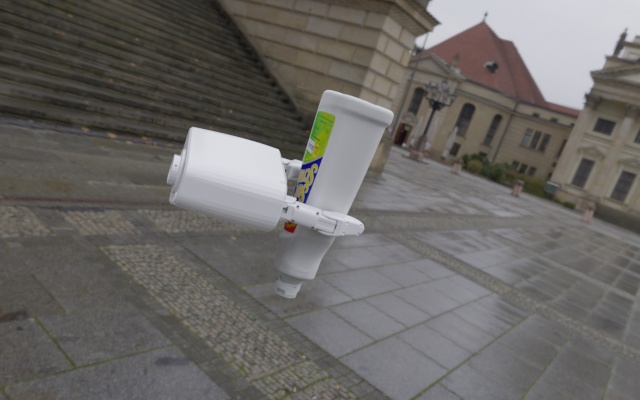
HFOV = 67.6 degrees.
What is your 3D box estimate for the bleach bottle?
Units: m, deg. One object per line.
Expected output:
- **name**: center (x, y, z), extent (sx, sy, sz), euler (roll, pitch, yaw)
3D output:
- **bleach bottle**: center (0.000, 0.002, 0.564), extent (0.068, 0.251, 0.102), euler (15, 12, -22)
